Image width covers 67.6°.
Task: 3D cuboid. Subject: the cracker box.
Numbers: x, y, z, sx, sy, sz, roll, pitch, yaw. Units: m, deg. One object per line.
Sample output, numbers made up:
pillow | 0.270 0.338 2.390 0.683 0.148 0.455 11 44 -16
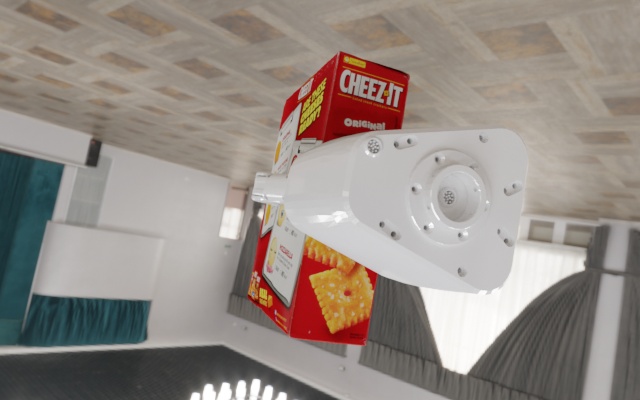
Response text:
cracker box | 0.000 0.002 0.428 0.072 0.213 0.164 12 -5 -18
